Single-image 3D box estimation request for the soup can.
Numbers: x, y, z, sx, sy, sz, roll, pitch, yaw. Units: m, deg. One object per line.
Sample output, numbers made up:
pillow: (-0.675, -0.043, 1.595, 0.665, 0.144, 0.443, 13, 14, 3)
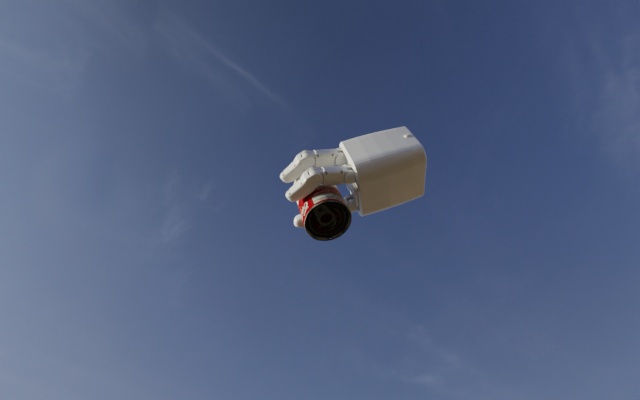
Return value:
soup can: (0.000, 0.002, 0.706, 0.068, 0.068, 0.102, 0, 32, -15)
